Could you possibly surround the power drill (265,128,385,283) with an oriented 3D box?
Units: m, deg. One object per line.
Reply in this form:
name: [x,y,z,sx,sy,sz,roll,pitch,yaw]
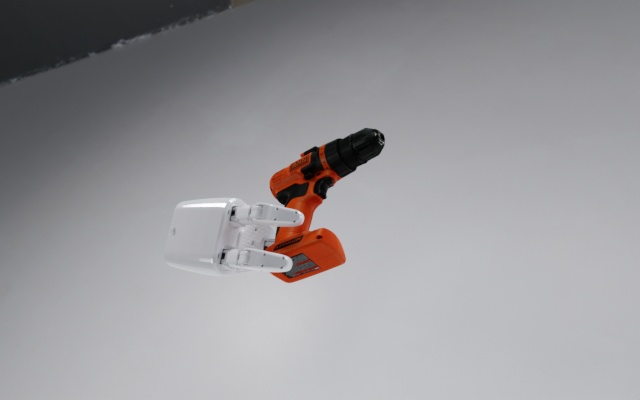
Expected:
power drill: [0.000,0.002,0.606,0.184,0.187,0.057,-26,-54,32]
